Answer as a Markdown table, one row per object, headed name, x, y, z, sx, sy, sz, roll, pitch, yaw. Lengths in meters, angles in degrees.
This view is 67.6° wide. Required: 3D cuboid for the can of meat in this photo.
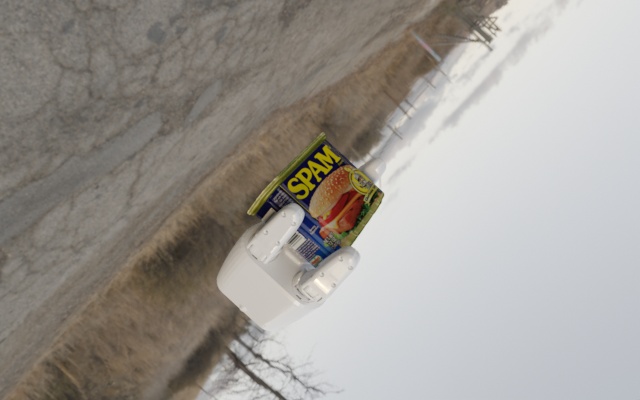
| name | x | y | z | sx | sy | sz | roll | pitch | yaw |
| --- | --- | --- | --- | --- | --- | --- | --- | --- | --- |
| can of meat | 0.000 | 0.002 | 0.427 | 0.102 | 0.084 | 0.057 | -49 | 2 | -41 |
